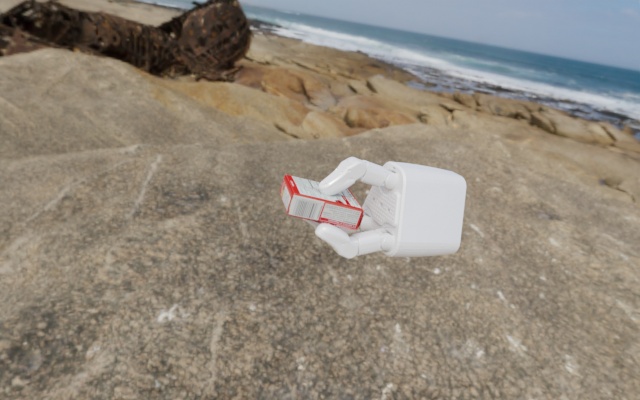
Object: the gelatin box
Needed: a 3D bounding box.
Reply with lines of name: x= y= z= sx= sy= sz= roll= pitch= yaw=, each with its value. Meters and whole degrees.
gelatin box: x=0.000 y=0.001 z=0.572 sx=0.089 sy=0.030 sz=0.073 roll=13 pitch=17 yaw=-17
